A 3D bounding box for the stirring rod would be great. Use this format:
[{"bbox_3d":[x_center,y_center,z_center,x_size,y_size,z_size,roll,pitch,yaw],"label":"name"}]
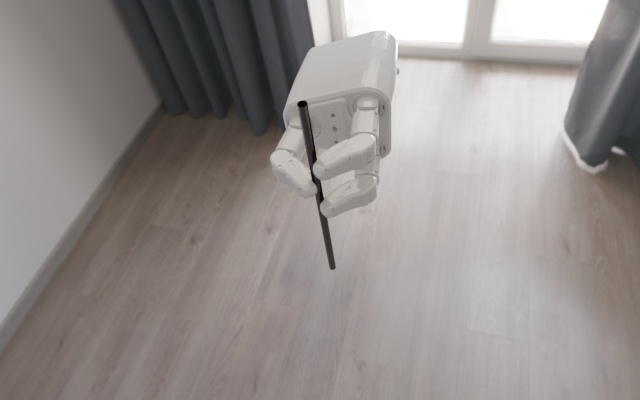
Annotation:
[{"bbox_3d":[0.000,0.001,0.456,0.011,0.011,0.240,0,-39,9],"label":"stirring rod"}]
